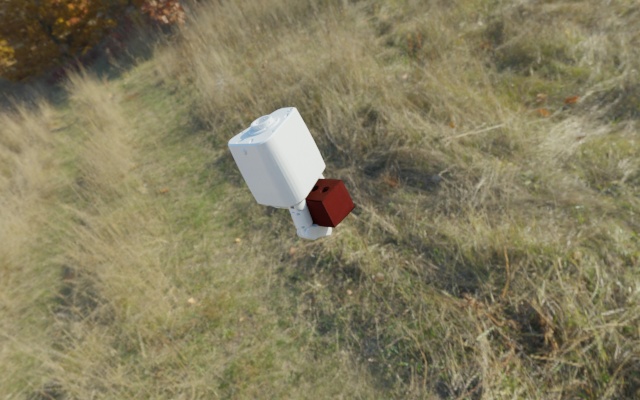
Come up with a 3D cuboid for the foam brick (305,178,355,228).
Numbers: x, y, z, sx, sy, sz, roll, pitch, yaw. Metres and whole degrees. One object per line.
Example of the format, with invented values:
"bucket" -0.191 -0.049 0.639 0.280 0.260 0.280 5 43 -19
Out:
"foam brick" 0.000 0.002 0.714 0.078 0.051 0.053 6 41 45
